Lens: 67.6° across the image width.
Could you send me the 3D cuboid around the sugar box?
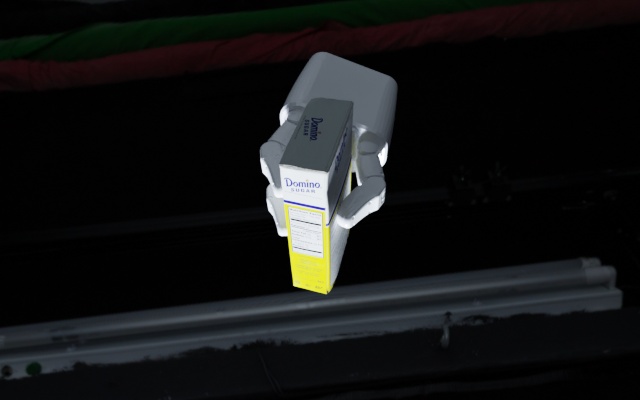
[{"bbox_3d":[0.000,0.001,0.450,0.048,0.093,0.176,9,-41,13],"label":"sugar box"}]
